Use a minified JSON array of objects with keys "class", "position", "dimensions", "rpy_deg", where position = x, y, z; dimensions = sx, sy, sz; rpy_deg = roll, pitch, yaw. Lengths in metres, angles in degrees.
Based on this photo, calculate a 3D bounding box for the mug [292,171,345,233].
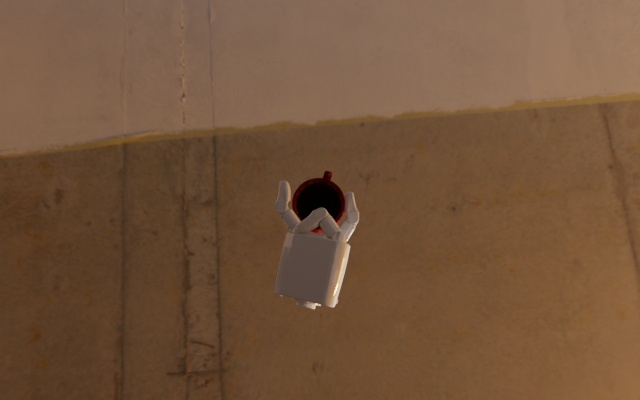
[{"class":"mug","position":[0.000,0.002,0.872],"dimensions":[0.093,0.117,0.081],"rpy_deg":[12,-12,4]}]
